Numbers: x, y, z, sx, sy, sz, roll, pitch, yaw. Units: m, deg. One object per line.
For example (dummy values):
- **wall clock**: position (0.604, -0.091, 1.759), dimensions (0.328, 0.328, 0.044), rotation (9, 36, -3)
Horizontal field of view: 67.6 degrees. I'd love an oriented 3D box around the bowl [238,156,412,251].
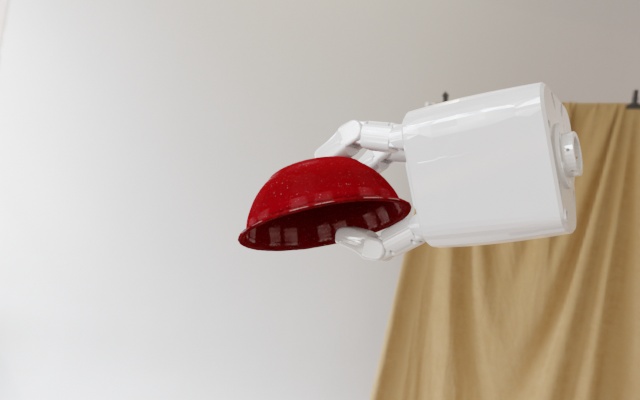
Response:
- **bowl**: position (-0.001, 0.001, 0.451), dimensions (0.162, 0.055, 0.162), rotation (-11, -17, -3)
